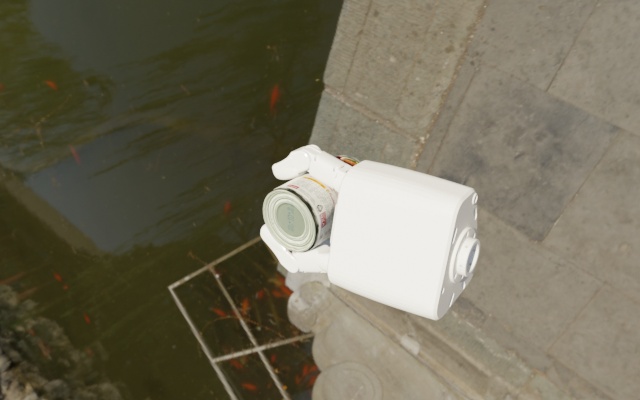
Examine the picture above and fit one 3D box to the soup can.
[{"bbox_3d":[-0.001,0.001,0.483,0.068,0.068,0.102,0,22,40],"label":"soup can"}]
